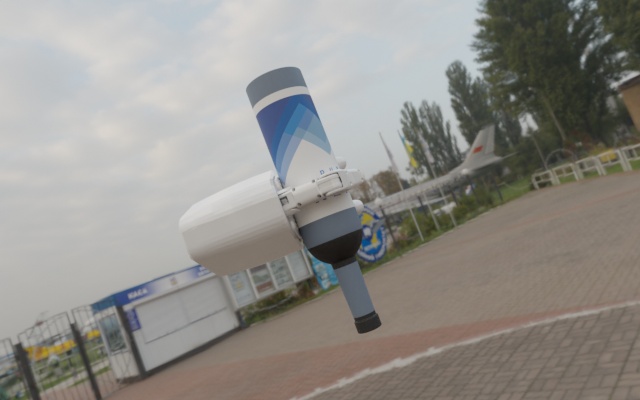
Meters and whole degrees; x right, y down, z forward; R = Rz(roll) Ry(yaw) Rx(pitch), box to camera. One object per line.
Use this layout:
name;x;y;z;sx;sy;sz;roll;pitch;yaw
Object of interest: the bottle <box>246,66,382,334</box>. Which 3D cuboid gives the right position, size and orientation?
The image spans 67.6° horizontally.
bottle;0.000;0.001;0.526;0.069;0.295;0.069;-21;-5;-2
